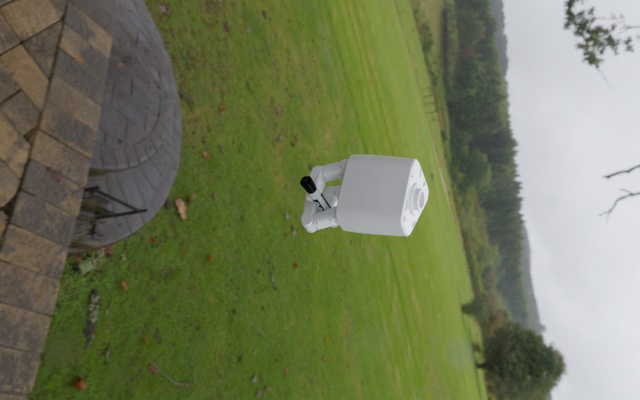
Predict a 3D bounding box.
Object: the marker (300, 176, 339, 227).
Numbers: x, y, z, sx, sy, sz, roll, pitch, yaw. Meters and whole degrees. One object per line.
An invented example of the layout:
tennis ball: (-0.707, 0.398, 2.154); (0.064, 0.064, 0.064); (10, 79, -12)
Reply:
marker: (0.000, 0.002, 0.733); (0.020, 0.020, 0.121); (0, -34, 28)
